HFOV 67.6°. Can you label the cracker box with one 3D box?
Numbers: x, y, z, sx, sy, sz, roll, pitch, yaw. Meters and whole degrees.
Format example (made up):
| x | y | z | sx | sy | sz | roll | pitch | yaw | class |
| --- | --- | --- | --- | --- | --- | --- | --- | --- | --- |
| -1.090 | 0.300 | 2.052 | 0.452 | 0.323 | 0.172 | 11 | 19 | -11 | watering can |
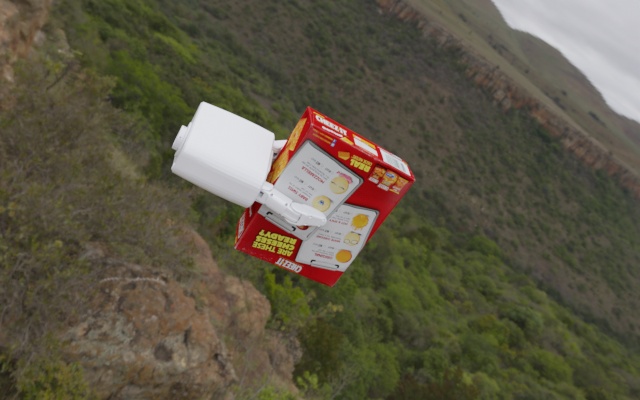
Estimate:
| x | y | z | sx | sy | sz | roll | pitch | yaw | class |
| --- | --- | --- | --- | --- | --- | --- | --- | --- | --- |
| 0.000 | 0.002 | 0.670 | 0.164 | 0.214 | 0.072 | 25 | 27 | -19 | cracker box |
